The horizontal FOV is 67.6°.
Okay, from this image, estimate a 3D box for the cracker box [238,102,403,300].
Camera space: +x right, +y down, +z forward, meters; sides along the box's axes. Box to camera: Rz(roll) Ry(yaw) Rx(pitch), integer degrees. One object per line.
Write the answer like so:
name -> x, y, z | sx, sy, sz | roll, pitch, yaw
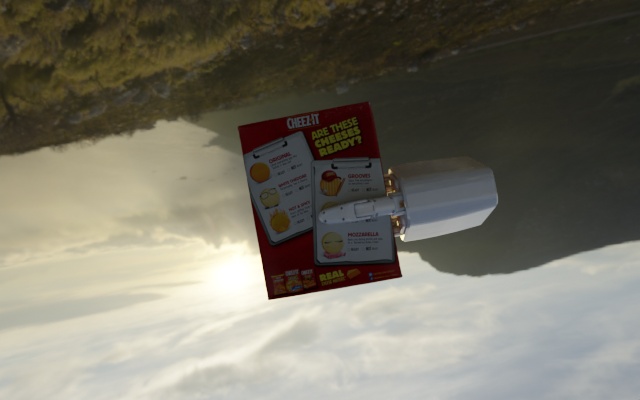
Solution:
cracker box -> 0.000, 0.002, 0.595 | 0.164, 0.213, 0.072 | -10, -2, 1
